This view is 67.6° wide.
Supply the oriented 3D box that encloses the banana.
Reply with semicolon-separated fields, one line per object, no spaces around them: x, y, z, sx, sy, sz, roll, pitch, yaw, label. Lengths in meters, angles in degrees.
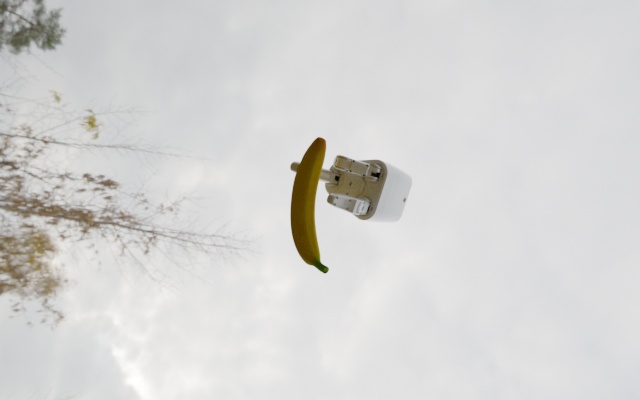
-0.015;0.008;0.697;0.069;0.197;0.037;-10;-12;34;banana
